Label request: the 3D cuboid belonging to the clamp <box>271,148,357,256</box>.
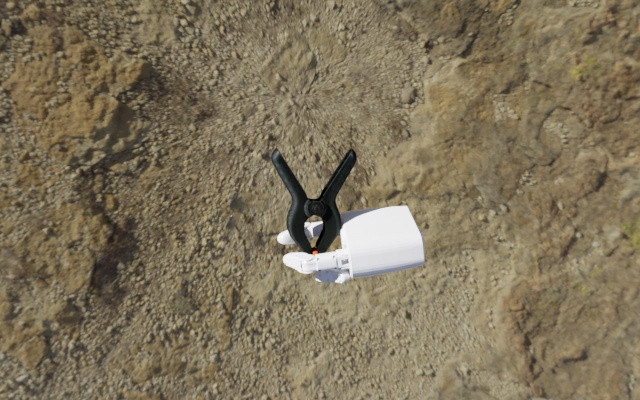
[{"bbox_3d":[0.000,0.003,0.686,0.120,0.171,0.039,-8,13,-1],"label":"clamp"}]
